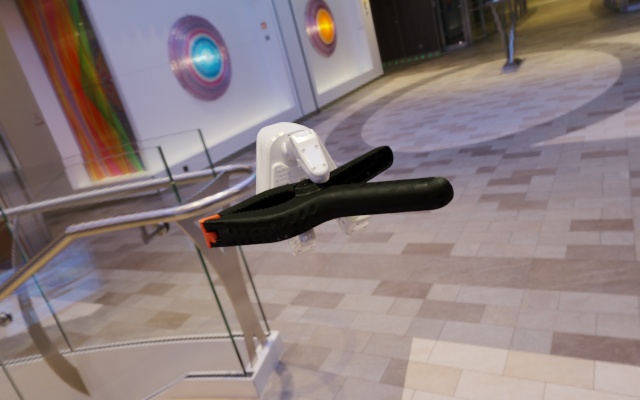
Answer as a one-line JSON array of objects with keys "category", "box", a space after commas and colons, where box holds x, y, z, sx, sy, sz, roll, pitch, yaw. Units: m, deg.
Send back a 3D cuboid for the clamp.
[{"category": "clamp", "box": [-0.001, 0.001, 0.421, 0.210, 0.036, 0.164, -19, 17, -11]}]
